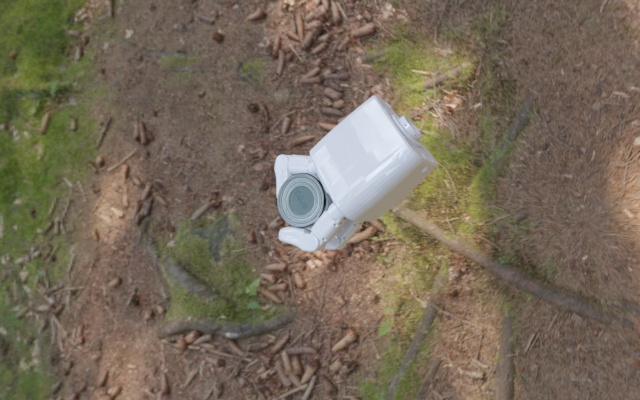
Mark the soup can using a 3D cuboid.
[{"bbox_3d":[0.000,0.002,0.609,0.068,0.068,0.102,0,-2,28],"label":"soup can"}]
